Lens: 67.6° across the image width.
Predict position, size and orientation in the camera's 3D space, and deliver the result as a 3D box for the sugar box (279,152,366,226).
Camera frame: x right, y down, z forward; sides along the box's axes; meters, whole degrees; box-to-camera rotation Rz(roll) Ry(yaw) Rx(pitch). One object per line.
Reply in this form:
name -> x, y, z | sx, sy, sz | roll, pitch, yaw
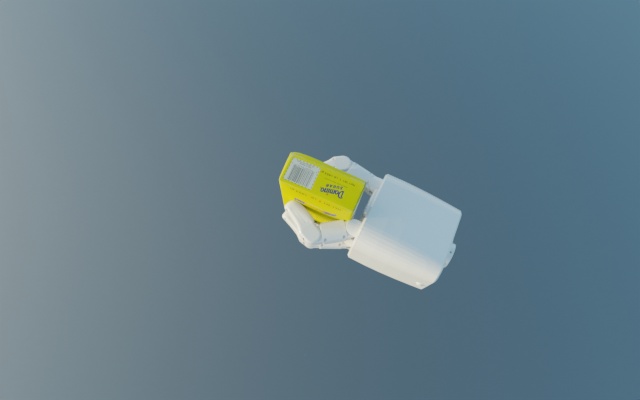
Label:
sugar box -> 0.000, 0.003, 0.610 | 0.093, 0.048, 0.176 | 24, -17, 6
